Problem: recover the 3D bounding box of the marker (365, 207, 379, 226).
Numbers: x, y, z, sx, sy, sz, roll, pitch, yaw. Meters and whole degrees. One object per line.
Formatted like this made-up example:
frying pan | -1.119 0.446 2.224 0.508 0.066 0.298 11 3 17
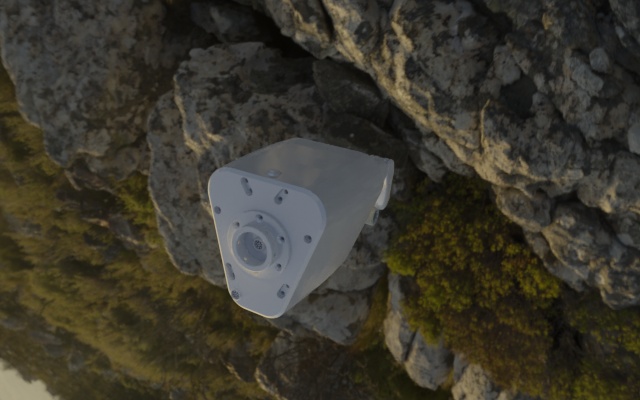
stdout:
marker | 0.000 0.002 0.491 0.121 0.020 0.020 15 6 22
